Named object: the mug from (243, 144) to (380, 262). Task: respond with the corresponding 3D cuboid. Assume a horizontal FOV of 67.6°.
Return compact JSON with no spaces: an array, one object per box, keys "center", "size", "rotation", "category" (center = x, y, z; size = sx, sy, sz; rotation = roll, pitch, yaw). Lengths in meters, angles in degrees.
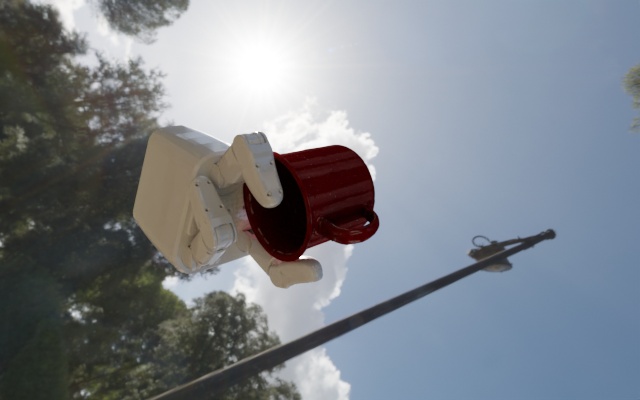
[{"center":[0.001,0.002,0.403],"size":[0.081,0.093,0.117],"rotation":[-16,33,-38],"category":"mug"}]
